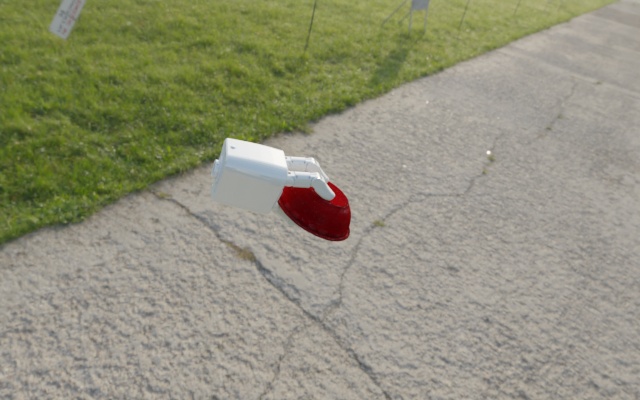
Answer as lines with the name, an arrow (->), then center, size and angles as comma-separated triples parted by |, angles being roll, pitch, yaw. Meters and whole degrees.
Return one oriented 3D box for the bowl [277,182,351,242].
bowl -> 0.001, 0.003, 0.894 | 0.162, 0.055, 0.162 | 28, 24, -14
